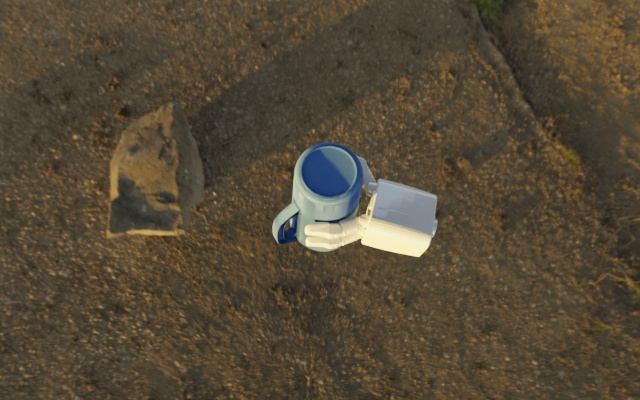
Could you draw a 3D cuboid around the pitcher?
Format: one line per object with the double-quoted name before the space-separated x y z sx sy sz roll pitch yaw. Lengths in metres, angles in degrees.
"pitcher" 0.000 0.003 0.843 0.145 0.149 0.243 16 -20 4
